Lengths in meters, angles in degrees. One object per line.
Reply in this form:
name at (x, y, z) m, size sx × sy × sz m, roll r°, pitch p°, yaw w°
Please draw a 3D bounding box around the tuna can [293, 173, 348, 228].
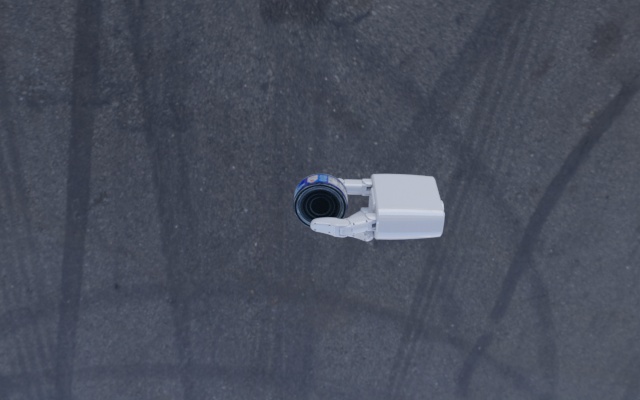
tuna can at (0.000, 0.003, 0.748) m, size 0.086 × 0.086 × 0.033 m, roll 0°, pitch 30°, yaw 2°
